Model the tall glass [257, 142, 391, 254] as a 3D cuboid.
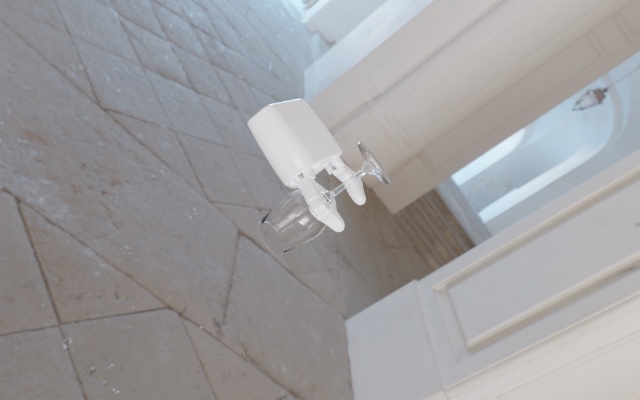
[{"bbox_3d":[0.001,0.002,0.703,0.201,0.079,0.079,-36,-13,19],"label":"tall glass"}]
